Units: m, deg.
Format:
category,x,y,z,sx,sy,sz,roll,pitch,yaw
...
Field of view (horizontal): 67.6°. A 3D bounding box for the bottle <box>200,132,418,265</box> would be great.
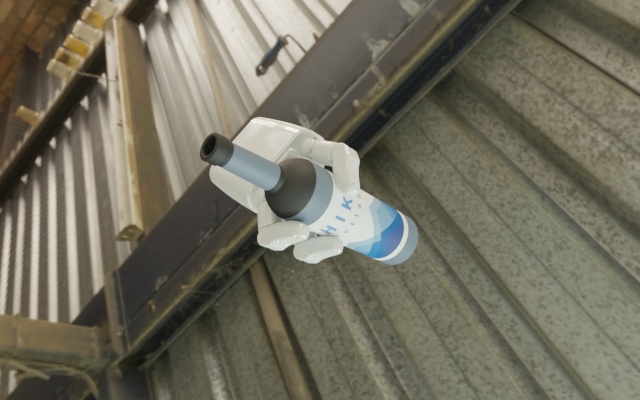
category,x,y,z,sx,sy,sz,roll,pitch,yaw
bottle,0.000,0.002,0.512,0.069,0.069,0.296,0,-19,44
